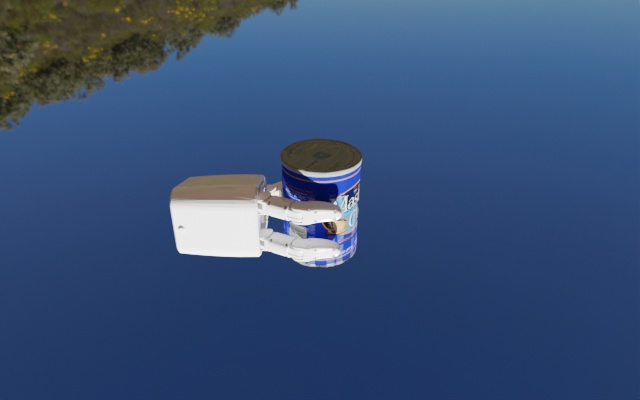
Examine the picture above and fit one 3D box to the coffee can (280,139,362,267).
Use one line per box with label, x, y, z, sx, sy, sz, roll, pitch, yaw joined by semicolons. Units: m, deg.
coffee can;0.000;0.002;0.634;0.103;0.140;0.102;1;30;0
